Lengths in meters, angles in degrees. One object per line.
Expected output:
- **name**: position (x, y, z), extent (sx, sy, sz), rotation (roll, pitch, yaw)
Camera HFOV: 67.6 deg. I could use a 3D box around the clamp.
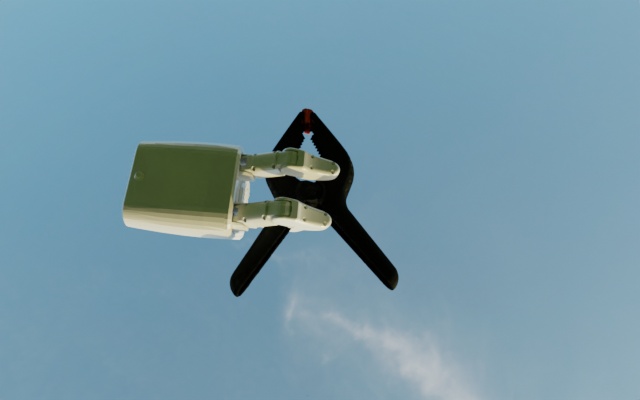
- **clamp**: position (0.000, 0.001, 0.501), extent (0.164, 0.210, 0.036), rotation (5, -22, -2)
